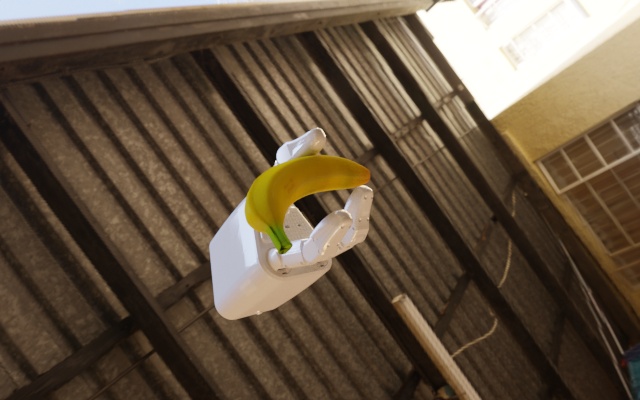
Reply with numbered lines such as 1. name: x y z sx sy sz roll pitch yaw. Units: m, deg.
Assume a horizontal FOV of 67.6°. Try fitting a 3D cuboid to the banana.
1. banana: -0.015 -0.010 0.444 0.037 0.069 0.197 -50 -6 33
